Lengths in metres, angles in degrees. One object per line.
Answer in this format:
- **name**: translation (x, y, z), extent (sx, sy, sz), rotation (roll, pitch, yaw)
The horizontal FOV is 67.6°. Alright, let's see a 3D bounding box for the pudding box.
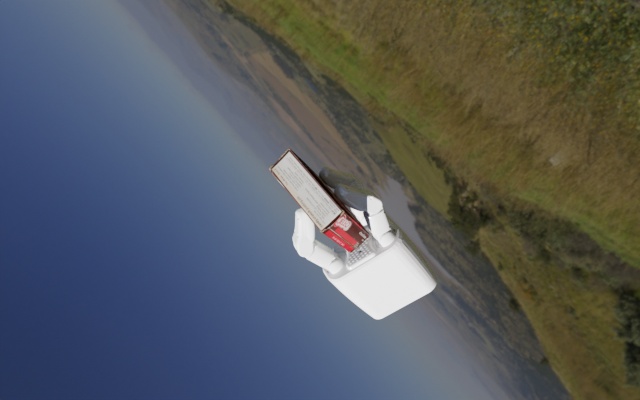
- **pudding box**: translation (0.000, 0.002, 0.556), extent (0.113, 0.039, 0.090), rotation (47, 2, 31)
